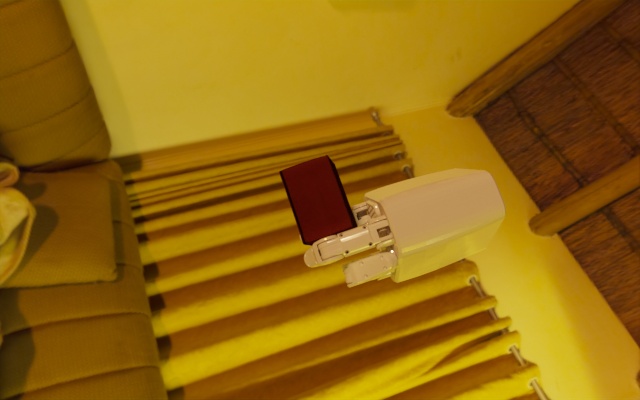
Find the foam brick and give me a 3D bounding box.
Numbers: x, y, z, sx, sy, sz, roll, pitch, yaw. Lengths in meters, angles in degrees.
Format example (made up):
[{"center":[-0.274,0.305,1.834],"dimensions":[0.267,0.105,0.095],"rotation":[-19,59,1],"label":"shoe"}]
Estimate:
[{"center":[0.000,0.001,0.480],"dimensions":[0.051,0.078,0.053],"rotation":[-21,-10,9],"label":"foam brick"}]
